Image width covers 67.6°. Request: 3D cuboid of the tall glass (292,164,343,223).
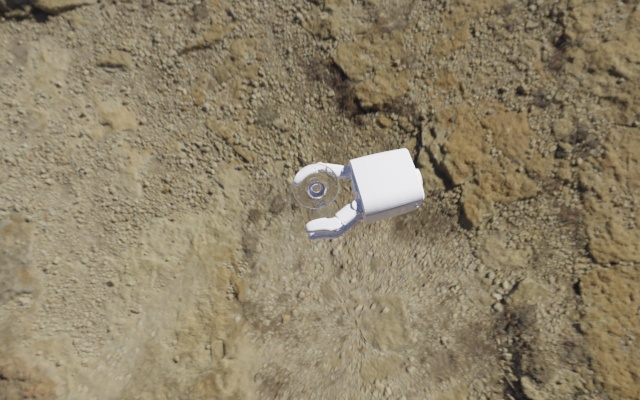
[{"bbox_3d":[0.000,0.003,0.844,0.079,0.079,0.201,0,-15,4],"label":"tall glass"}]
